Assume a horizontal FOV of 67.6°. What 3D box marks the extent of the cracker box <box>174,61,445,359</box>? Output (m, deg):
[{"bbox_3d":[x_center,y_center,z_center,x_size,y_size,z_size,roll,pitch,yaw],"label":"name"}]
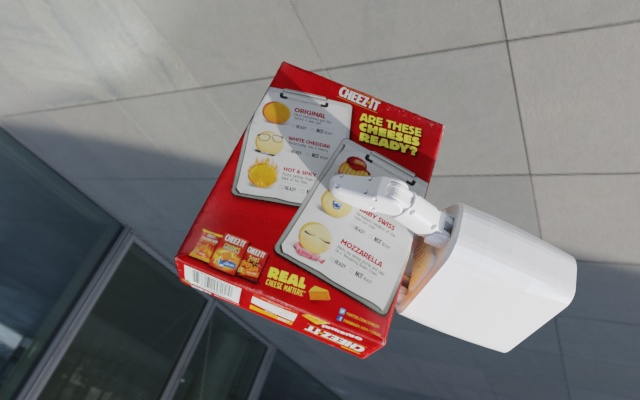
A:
[{"bbox_3d":[0.000,0.001,0.413,0.164,0.213,0.072,22,-30,0],"label":"cracker box"}]
